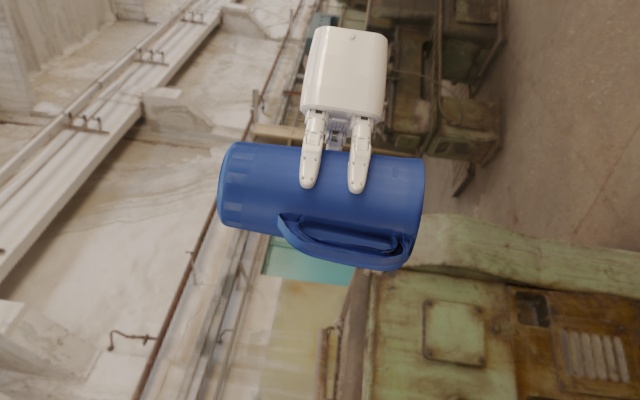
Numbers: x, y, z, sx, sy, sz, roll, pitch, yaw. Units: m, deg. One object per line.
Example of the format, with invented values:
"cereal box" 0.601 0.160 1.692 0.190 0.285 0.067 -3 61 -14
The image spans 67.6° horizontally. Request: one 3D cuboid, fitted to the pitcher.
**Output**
"pitcher" 0.000 0.002 0.589 0.243 0.145 0.149 8 -7 0
